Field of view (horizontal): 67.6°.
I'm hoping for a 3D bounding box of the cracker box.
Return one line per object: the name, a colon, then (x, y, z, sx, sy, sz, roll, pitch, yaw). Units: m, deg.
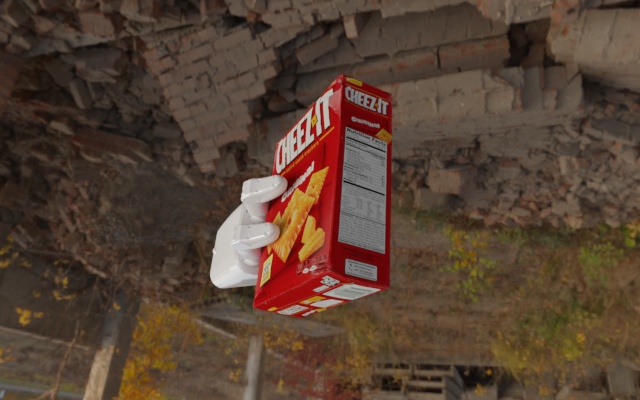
cracker box: (0.000, 0.002, 0.506, 0.072, 0.213, 0.164, 17, -29, -25)
